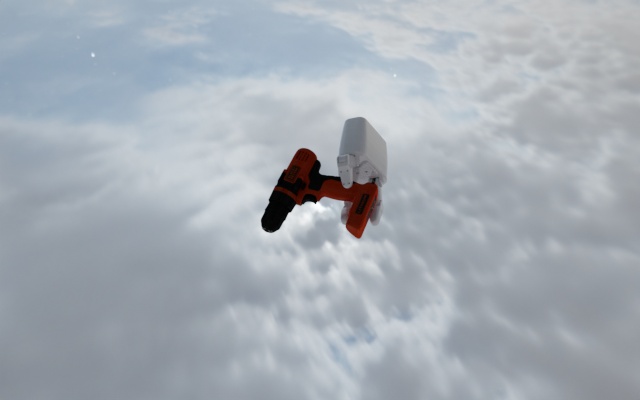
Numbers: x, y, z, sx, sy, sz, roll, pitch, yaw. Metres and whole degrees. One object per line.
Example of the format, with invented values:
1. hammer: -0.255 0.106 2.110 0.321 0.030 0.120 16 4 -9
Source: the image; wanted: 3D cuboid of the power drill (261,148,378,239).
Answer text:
1. power drill: 0.001 0.003 0.889 0.187 0.184 0.057 21 -21 13
